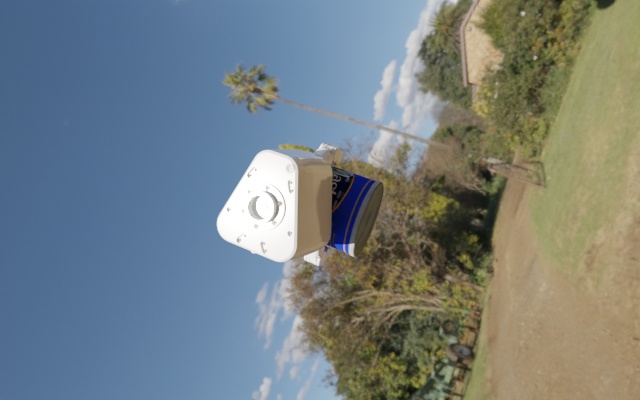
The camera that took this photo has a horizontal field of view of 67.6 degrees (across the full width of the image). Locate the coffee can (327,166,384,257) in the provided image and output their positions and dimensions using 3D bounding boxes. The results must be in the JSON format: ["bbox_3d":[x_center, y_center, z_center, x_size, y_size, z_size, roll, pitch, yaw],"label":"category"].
[{"bbox_3d":[0.000,0.002,0.633,0.140,0.103,0.103,20,6,16],"label":"coffee can"}]
